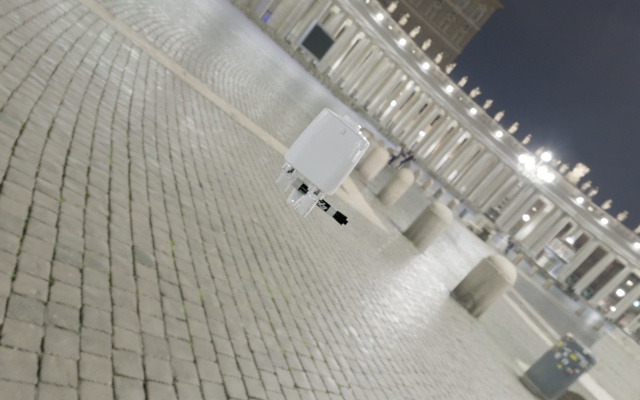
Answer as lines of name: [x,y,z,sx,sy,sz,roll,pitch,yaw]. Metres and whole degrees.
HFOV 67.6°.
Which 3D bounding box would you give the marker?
marker: [0.000,0.003,0.846,0.121,0.020,0.020,39,0,0]
